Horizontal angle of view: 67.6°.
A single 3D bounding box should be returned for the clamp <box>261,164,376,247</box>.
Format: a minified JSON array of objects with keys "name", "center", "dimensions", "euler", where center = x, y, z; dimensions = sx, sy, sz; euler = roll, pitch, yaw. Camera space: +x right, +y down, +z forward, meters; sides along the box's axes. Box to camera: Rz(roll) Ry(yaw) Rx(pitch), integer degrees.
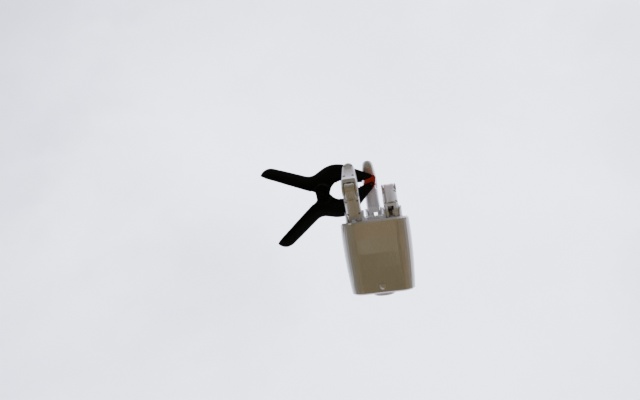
[{"name":"clamp","center":[0.000,0.002,0.714],"dimensions":[0.171,0.120,0.039],"euler":[-7,0,7]}]
